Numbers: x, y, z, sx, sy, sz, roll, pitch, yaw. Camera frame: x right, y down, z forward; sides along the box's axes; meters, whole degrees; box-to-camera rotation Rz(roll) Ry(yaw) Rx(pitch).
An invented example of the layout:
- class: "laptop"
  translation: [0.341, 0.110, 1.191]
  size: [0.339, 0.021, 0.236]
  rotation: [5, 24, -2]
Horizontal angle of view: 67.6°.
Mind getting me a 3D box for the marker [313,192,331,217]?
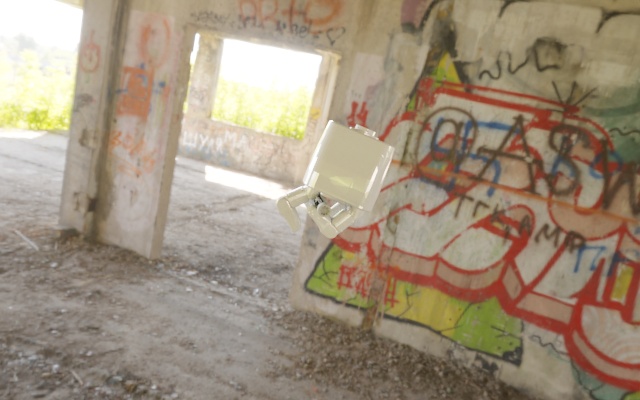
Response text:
- class: "marker"
  translation: [0.000, 0.002, 0.720]
  size: [0.020, 0.020, 0.121]
  rotation: [0, 11, -5]
